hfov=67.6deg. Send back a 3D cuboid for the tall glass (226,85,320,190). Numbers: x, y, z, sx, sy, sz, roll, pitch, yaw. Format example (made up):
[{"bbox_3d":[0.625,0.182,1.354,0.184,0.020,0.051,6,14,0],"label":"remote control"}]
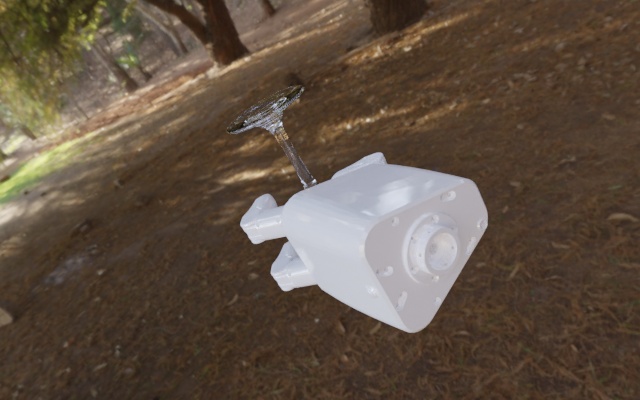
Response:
[{"bbox_3d":[0.000,0.001,0.438,0.079,0.201,0.079,-25,24,12],"label":"tall glass"}]
